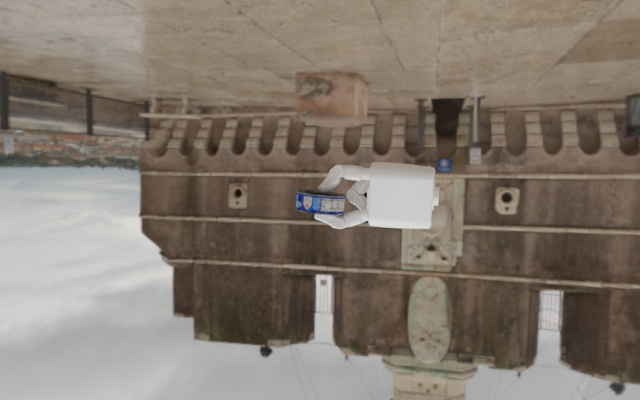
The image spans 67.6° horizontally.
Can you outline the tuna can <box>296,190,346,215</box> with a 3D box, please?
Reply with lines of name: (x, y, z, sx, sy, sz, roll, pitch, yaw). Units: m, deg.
tuna can: (0.000, 0.003, 0.834, 0.086, 0.034, 0.086, 6, 6, -1)
